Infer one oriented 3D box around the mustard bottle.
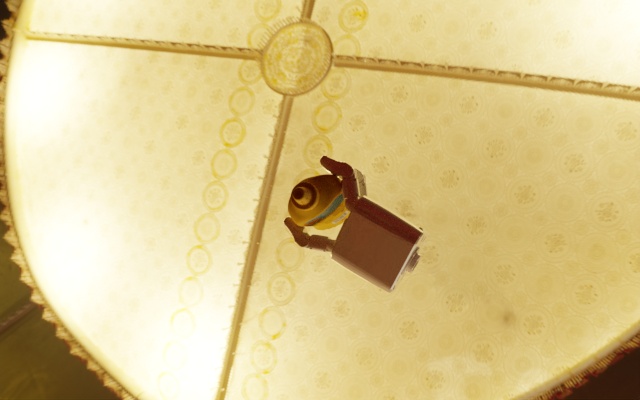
[{"bbox_3d":[0.000,0.002,0.748,0.096,0.058,0.191,-38,-16,11],"label":"mustard bottle"}]
